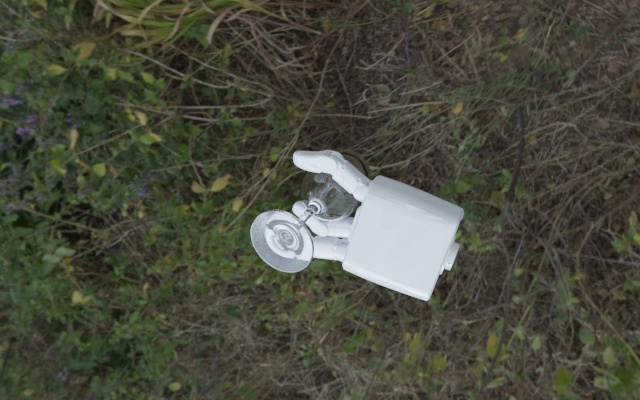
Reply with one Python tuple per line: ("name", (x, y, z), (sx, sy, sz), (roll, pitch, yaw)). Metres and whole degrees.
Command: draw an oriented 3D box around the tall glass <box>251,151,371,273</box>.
("tall glass", (0.000, 0.002, 0.575), (0.079, 0.079, 0.201), (0, 25, 26))
